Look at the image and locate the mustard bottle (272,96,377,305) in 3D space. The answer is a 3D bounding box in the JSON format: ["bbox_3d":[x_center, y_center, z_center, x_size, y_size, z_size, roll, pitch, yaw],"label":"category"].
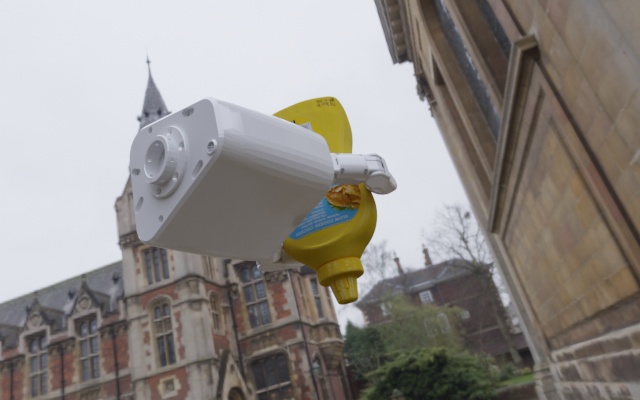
[{"bbox_3d":[0.000,0.001,0.443,0.096,0.191,0.058,-20,-24,10],"label":"mustard bottle"}]
